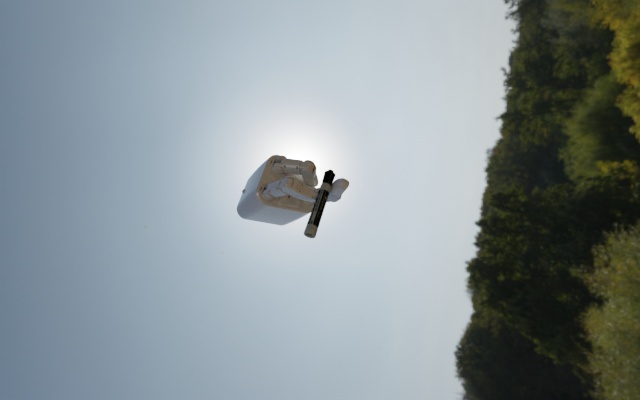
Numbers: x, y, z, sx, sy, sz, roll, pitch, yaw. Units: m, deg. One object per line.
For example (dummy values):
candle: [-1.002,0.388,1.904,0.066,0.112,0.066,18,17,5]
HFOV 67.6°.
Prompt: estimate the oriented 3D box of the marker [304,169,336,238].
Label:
marker: [0.000,0.002,0.748,0.020,0.121,0.020,14,-28,8]
